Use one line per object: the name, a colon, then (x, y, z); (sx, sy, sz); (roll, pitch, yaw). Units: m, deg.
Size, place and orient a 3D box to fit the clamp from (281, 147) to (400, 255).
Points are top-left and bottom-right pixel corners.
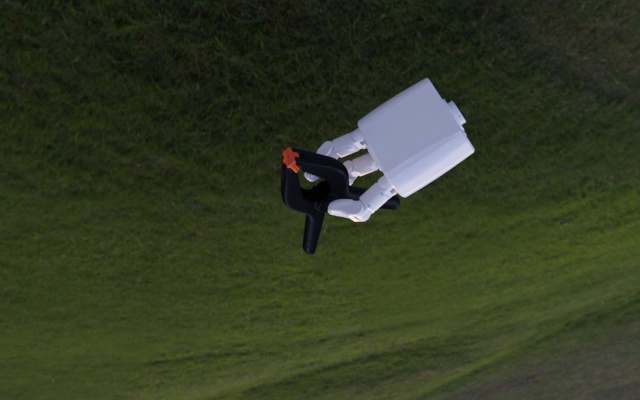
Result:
clamp: (0.000, 0.002, 0.662); (0.164, 0.036, 0.210); (-35, -41, 16)
